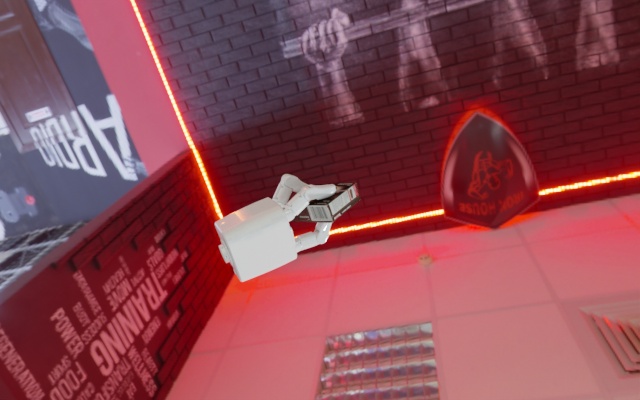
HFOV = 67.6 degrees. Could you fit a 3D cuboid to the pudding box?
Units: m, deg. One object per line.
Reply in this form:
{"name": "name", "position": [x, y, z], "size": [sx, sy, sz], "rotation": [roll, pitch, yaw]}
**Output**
{"name": "pudding box", "position": [0.000, 0.003, 0.851], "size": [0.113, 0.039, 0.090], "rotation": [2, 29, 41]}
